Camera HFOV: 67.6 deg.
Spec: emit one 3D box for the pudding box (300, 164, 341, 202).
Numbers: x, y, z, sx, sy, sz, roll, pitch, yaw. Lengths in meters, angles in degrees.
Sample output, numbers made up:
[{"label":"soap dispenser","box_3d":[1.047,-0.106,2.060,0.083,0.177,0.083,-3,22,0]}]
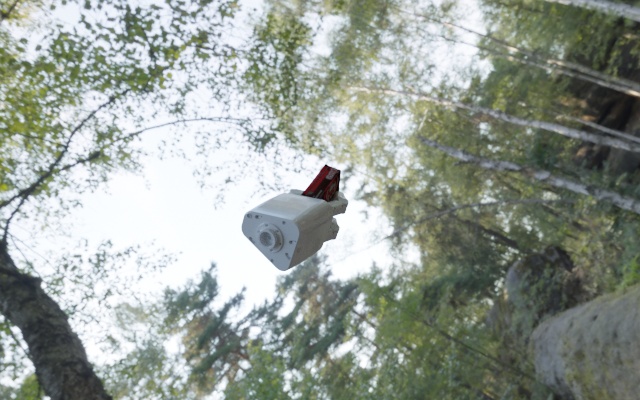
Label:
[{"label":"pudding box","box_3d":[0.000,0.003,0.876,0.039,0.090,0.114,26,-36,16]}]
